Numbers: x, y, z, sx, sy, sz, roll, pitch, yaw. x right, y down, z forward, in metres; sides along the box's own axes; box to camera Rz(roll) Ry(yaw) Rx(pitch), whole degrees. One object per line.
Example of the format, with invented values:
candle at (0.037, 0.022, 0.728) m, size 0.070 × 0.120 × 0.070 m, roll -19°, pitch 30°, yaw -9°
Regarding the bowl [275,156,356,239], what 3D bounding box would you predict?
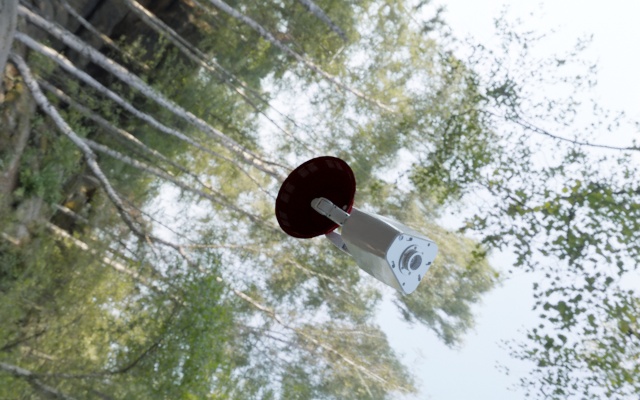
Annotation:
bowl at (0.000, 0.002, 0.849) m, size 0.162 × 0.162 × 0.055 m, roll 0°, pitch -26°, yaw 32°
